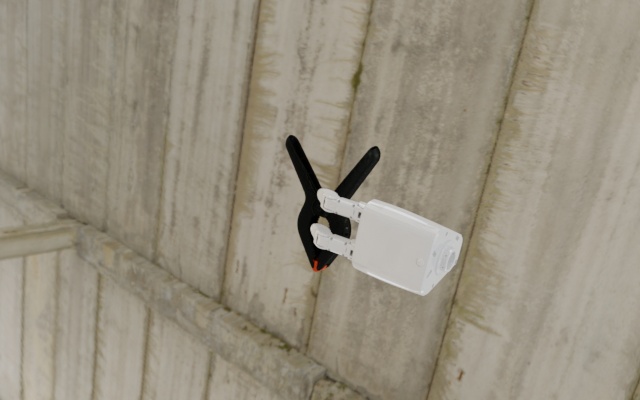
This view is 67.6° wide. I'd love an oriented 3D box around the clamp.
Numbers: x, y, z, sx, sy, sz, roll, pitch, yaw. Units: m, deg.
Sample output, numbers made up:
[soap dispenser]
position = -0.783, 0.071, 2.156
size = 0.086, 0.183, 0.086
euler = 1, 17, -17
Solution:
[clamp]
position = 0.001, 0.003, 0.729
size = 0.164, 0.210, 0.036
euler = 21, 18, 34
